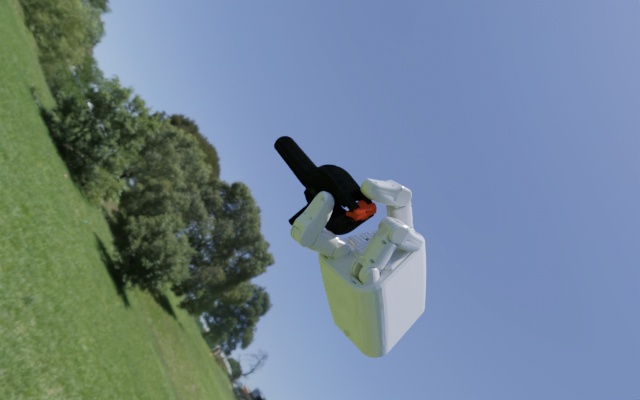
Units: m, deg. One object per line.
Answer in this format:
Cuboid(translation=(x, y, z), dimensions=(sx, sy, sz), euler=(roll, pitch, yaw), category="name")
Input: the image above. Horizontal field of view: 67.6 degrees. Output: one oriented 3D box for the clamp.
Cuboid(translation=(0.001, 0.002, 0.550), dimensions=(0.039, 0.120, 0.171), euler=(-25, 34, -23), category="clamp")
